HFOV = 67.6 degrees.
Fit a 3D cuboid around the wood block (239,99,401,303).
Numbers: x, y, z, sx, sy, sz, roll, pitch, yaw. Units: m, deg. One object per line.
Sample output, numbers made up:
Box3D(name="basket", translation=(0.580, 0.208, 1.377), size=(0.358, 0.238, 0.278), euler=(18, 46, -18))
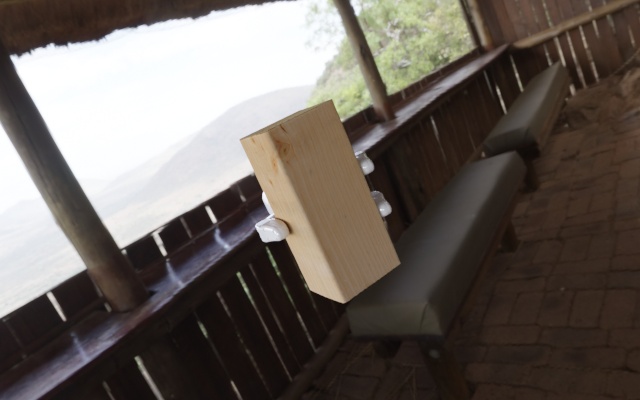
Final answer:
Box3D(name="wood block", translation=(0.000, 0.002, 0.555), size=(0.091, 0.206, 0.090), euler=(-30, 15, -24))
